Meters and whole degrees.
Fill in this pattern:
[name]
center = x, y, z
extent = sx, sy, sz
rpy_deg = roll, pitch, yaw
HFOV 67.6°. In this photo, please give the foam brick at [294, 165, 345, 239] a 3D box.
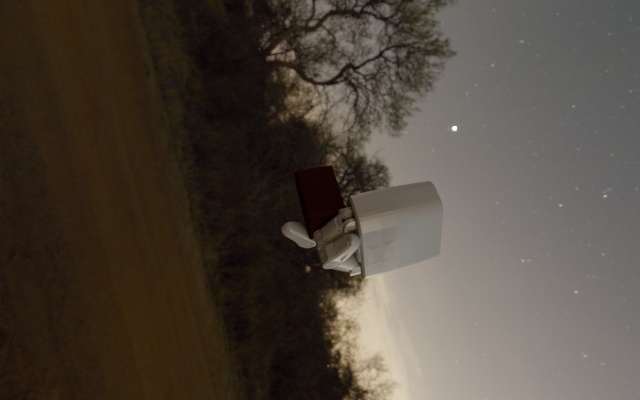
[foam brick]
center = 0.000, 0.002, 0.625
extent = 0.051, 0.078, 0.053
rpy_deg = -13, -31, -5
